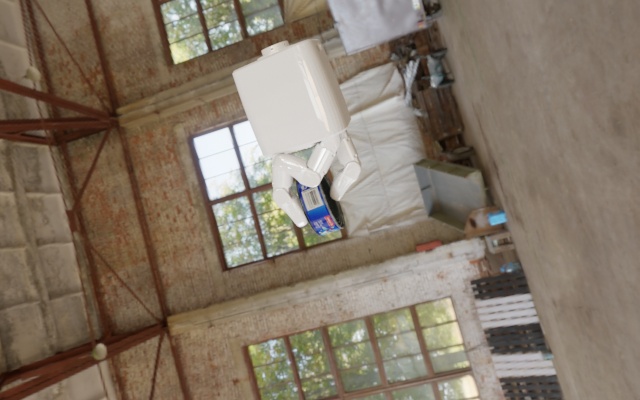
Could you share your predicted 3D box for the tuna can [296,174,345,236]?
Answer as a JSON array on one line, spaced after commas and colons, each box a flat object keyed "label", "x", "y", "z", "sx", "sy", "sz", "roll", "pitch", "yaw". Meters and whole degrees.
[{"label": "tuna can", "x": 0.000, "y": 0.002, "z": 0.624, "sx": 0.034, "sy": 0.086, "sz": 0.086, "roll": -21, "pitch": -5, "yaw": 12}]
